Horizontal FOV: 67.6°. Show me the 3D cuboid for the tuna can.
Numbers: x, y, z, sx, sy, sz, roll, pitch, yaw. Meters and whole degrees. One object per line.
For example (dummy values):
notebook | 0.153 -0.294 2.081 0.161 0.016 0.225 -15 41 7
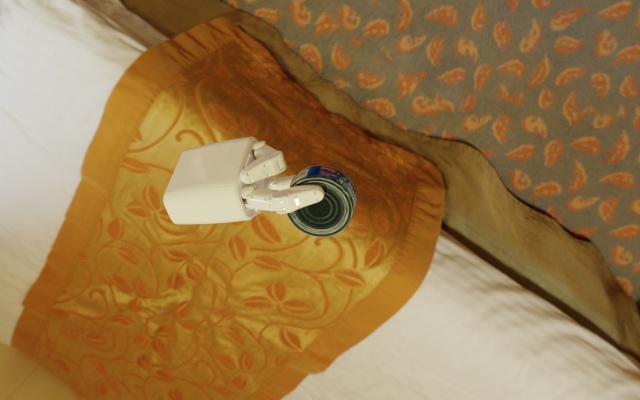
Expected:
tuna can | 0.000 0.002 0.584 0.086 0.086 0.033 0 29 10
